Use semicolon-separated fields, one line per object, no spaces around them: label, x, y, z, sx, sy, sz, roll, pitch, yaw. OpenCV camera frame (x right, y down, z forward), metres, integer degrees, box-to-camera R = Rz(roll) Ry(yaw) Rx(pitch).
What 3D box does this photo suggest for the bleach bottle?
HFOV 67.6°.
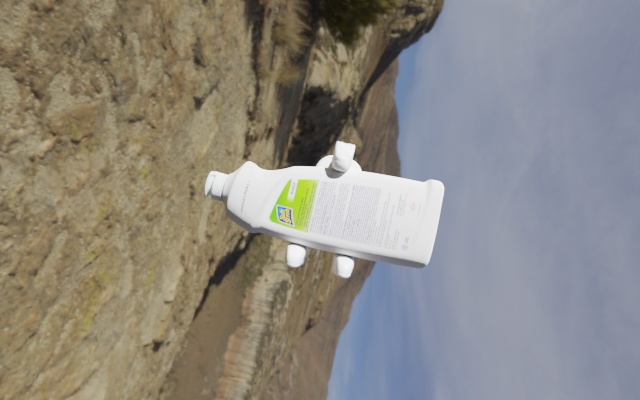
bleach bottle;0.000;0.002;0.528;0.251;0.102;0.068;13;-8;1
